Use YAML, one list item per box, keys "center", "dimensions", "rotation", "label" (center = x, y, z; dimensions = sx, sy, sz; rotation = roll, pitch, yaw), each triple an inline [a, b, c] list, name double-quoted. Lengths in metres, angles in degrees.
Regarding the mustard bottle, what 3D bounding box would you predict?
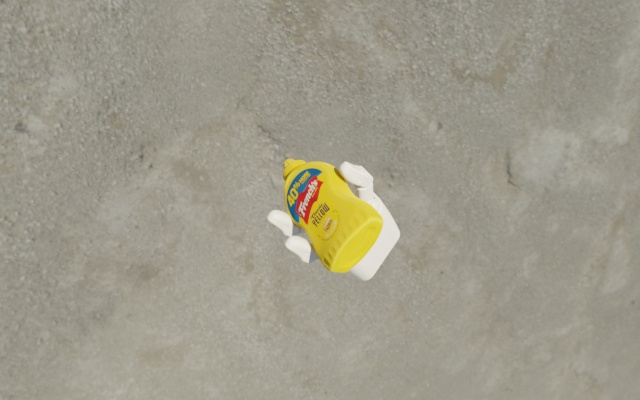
- center: [0.000, 0.002, 0.658]
  dimensions: [0.058, 0.096, 0.191]
  rotation: [12, 30, -45]
  label: "mustard bottle"
